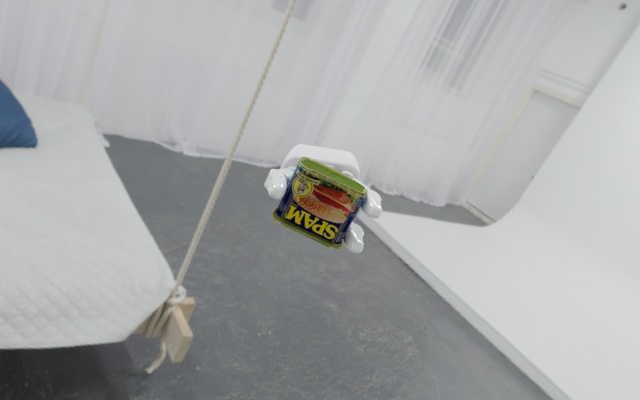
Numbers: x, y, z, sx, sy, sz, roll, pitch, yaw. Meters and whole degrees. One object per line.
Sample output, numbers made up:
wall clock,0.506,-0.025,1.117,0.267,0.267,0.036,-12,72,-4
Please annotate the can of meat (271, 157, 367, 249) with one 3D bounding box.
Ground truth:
can of meat,0.000,0.002,0.624,0.102,0.084,0.057,26,18,-3
